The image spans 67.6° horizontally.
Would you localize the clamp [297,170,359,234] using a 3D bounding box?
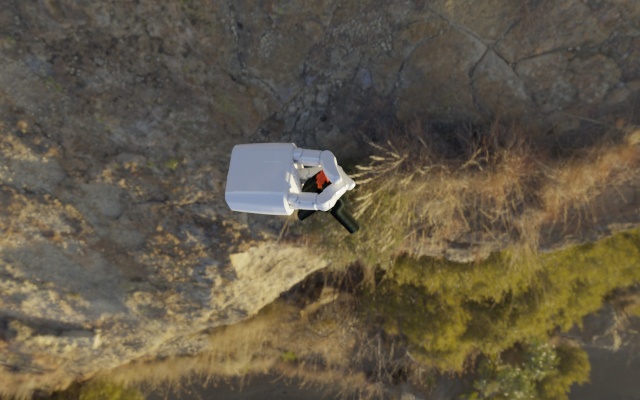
[{"bbox_3d":[0.000,0.003,0.844,0.120,0.039,0.172,4,-34,17],"label":"clamp"}]
